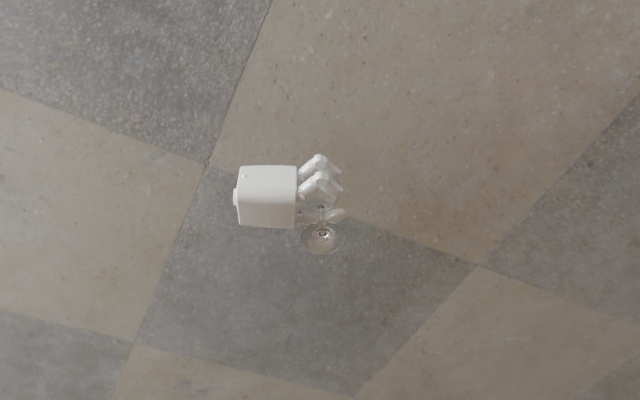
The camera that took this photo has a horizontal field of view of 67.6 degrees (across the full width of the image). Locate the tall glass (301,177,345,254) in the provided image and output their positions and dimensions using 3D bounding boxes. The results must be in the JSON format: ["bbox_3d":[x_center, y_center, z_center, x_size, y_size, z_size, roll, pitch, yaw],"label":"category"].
[{"bbox_3d":[0.000,0.003,0.882,0.079,0.079,0.200,0,38,-2],"label":"tall glass"}]
